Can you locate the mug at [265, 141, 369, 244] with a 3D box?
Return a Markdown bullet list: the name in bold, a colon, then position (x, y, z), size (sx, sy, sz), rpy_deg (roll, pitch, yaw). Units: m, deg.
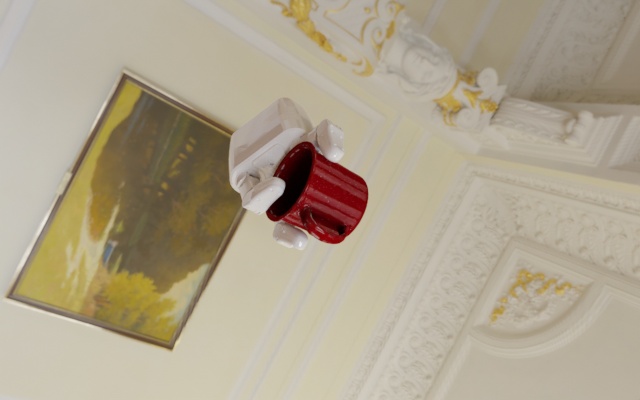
- **mug**: position (0.001, 0.003, 0.513), size (0.081, 0.093, 0.117), rpy_deg (26, 27, -28)
